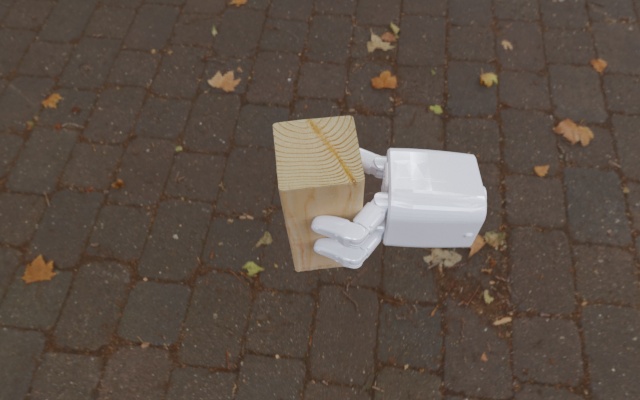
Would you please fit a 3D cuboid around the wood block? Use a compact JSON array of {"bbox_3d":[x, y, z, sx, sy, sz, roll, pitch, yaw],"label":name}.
[{"bbox_3d":[0.000,0.002,0.582,0.090,0.090,0.206,-6,-32,-2],"label":"wood block"}]
